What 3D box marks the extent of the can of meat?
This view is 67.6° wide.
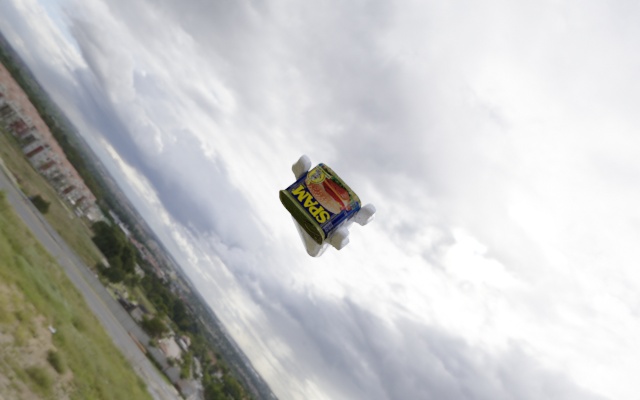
[{"bbox_3d":[0.000,0.002,0.732,0.084,0.102,0.057,-38,-16,-18],"label":"can of meat"}]
